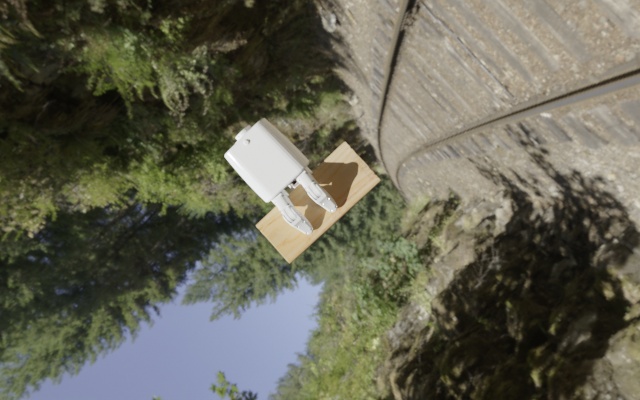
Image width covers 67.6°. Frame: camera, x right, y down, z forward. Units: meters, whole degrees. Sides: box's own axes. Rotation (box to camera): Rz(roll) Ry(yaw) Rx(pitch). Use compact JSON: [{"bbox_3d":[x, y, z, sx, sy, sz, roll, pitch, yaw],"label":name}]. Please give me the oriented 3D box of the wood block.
[{"bbox_3d":[0.000,0.002,0.830,0.206,0.090,0.091,-43,-3,7],"label":"wood block"}]
